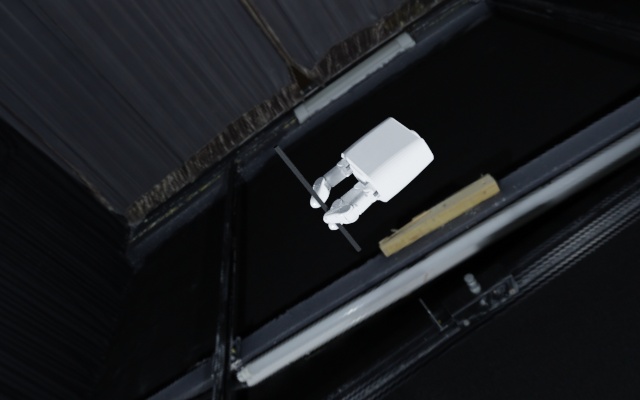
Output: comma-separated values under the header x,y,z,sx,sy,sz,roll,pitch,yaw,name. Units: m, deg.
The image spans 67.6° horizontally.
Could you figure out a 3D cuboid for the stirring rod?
x,y,z,sx,sy,sz,roll,pitch,yaw,name
0.000,0.002,0.765,0.011,0.011,0.240,0,-43,49,stirring rod
